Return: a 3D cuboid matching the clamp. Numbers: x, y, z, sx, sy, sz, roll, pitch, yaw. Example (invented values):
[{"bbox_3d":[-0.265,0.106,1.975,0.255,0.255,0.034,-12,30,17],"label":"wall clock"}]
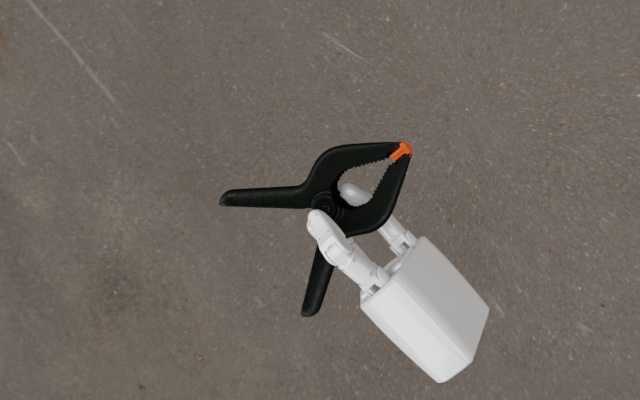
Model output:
[{"bbox_3d":[0.000,0.002,0.493,0.210,0.164,0.036,-45,-4,19],"label":"clamp"}]
